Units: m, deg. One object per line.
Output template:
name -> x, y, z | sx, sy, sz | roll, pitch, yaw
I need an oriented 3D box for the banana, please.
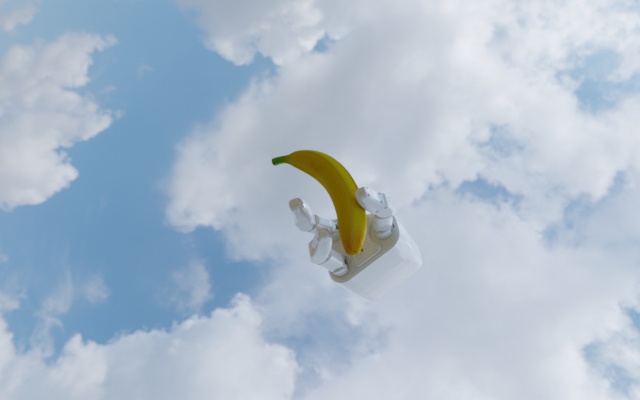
banana -> 0.012, -0.012, 0.610 | 0.197, 0.069, 0.037 | 49, 0, 39
